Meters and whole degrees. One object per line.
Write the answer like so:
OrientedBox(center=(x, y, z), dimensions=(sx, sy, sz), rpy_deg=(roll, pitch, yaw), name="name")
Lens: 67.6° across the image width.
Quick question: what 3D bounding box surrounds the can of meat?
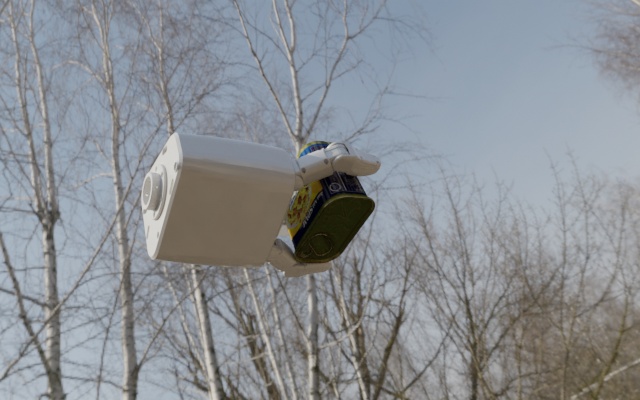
OrientedBox(center=(0.000, 0.001, 0.496), dimensions=(0.057, 0.084, 0.102), rpy_deg=(4, -45, -32), name="can of meat")
